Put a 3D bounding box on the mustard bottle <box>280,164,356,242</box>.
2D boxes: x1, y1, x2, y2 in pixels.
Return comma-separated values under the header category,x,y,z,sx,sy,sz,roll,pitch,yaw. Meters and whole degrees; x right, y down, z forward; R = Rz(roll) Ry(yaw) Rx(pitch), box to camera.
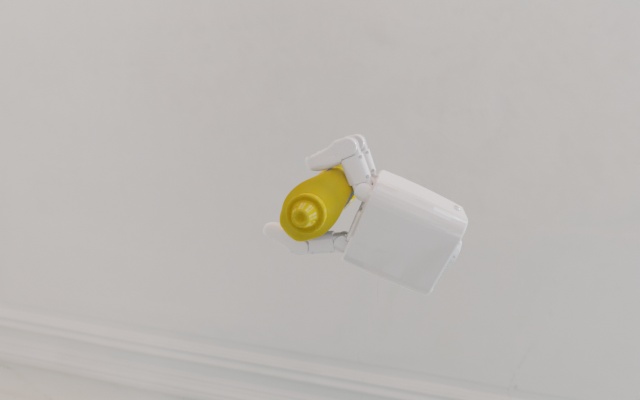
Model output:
category,x,y,z,sx,sy,sz,roll,pitch,yaw
mustard bottle,0.000,0.002,0.550,0.096,0.058,0.191,-42,0,15
